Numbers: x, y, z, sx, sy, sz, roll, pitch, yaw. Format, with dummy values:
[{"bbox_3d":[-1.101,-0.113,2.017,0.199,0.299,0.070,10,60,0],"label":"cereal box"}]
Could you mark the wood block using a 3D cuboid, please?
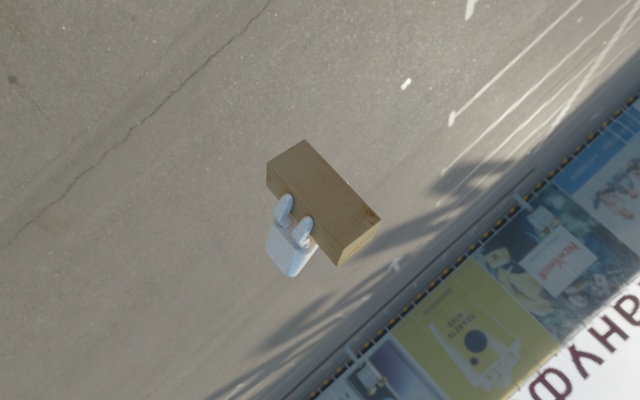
[{"bbox_3d":[0.000,0.003,0.856,0.091,0.206,0.090,-35,-19,-22],"label":"wood block"}]
